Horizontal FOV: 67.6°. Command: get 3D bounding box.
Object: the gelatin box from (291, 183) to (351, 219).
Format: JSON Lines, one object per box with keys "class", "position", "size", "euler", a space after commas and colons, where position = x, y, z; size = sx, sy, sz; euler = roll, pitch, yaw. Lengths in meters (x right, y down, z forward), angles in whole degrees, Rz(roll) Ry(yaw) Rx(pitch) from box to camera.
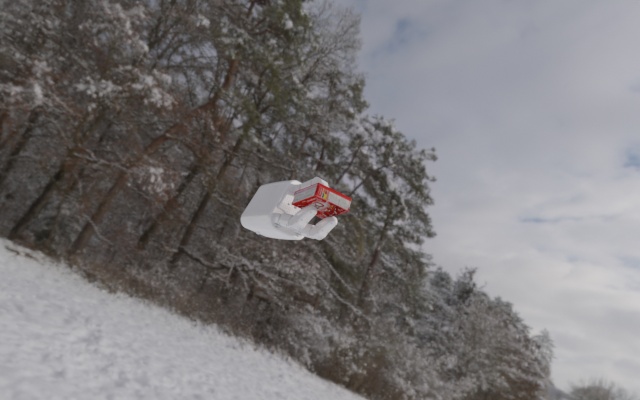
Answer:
{"class": "gelatin box", "position": [0.000, 0.002, 0.860], "size": [0.073, 0.030, 0.089], "euler": [26, -23, -26]}
